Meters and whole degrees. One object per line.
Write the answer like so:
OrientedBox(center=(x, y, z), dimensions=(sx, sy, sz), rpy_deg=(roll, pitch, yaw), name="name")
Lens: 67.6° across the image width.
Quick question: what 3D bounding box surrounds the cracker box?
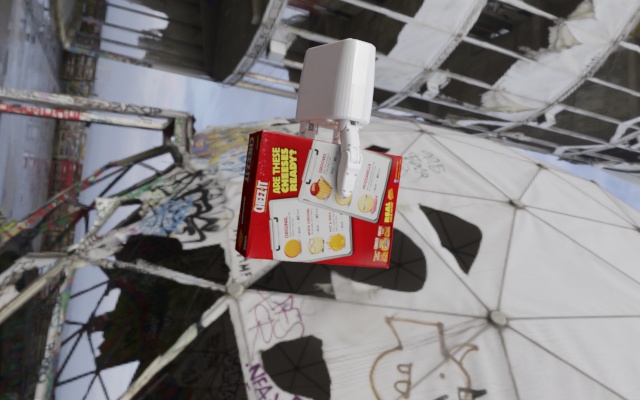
OrientedBox(center=(0.000, 0.002, 0.662), dimensions=(0.214, 0.164, 0.072), rpy_deg=(7, 0, -25), name="cracker box")
